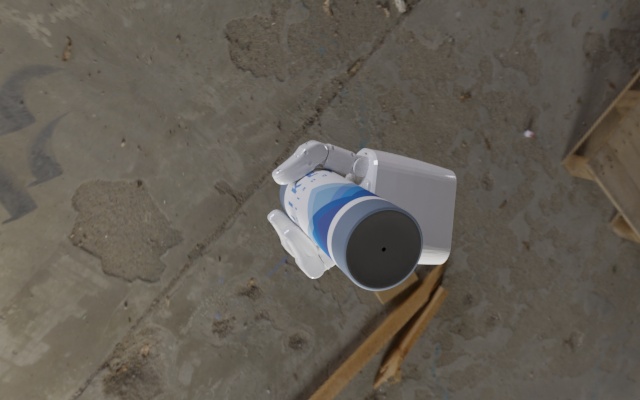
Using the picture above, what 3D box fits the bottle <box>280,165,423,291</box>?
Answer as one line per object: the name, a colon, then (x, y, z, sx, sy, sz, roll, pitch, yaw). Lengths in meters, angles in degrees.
bottle: (0.000, 0.002, 0.489, 0.069, 0.069, 0.295, 0, 14, -19)
